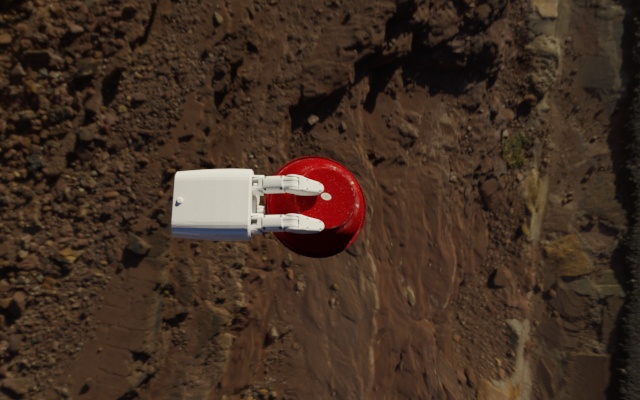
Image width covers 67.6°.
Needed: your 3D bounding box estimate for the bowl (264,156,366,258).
[{"bbox_3d":[0.001,0.002,0.711,0.162,0.162,0.055,0,-14,-15],"label":"bowl"}]
